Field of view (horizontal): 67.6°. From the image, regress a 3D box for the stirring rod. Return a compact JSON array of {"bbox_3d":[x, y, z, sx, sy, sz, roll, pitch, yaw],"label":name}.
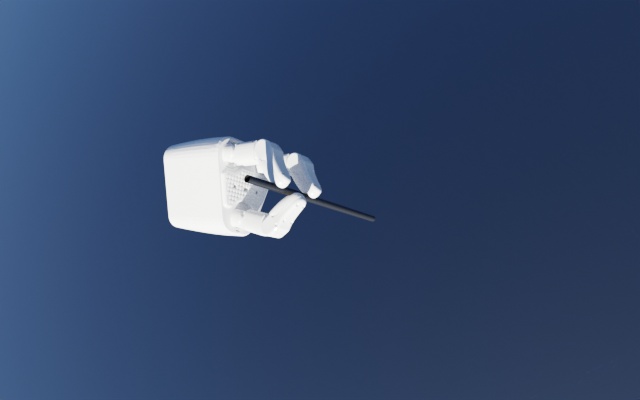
[{"bbox_3d":[0.000,0.002,0.553,0.011,0.011,0.239,0,-11,37],"label":"stirring rod"}]
